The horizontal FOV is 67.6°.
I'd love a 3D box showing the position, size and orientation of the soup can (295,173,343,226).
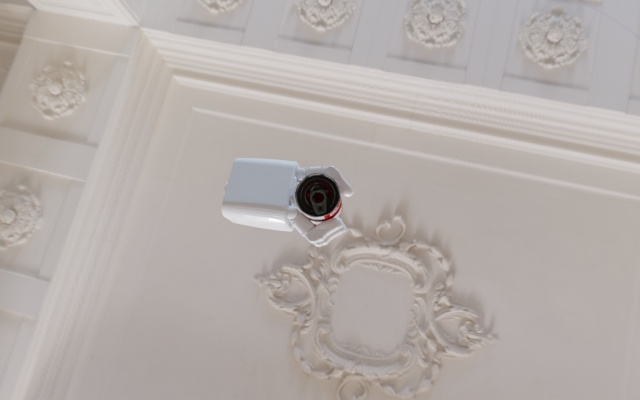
[{"bbox_3d":[0.001,0.002,0.759,0.068,0.068,0.102,0,-12,6],"label":"soup can"}]
